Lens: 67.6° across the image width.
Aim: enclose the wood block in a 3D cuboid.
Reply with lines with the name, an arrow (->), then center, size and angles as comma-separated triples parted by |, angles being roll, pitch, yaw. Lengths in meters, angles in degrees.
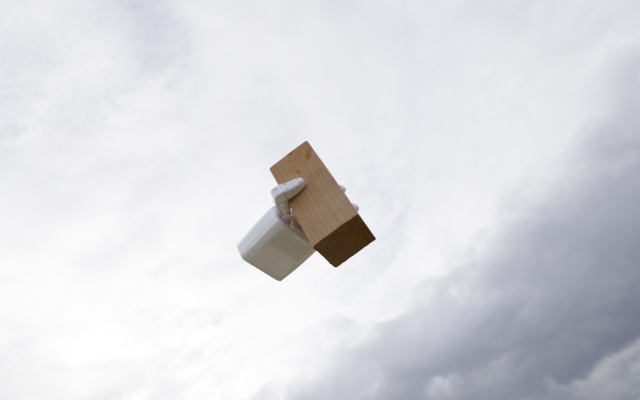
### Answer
wood block -> 0.000, 0.003, 0.837 | 0.090, 0.206, 0.091 | -36, -41, 4
